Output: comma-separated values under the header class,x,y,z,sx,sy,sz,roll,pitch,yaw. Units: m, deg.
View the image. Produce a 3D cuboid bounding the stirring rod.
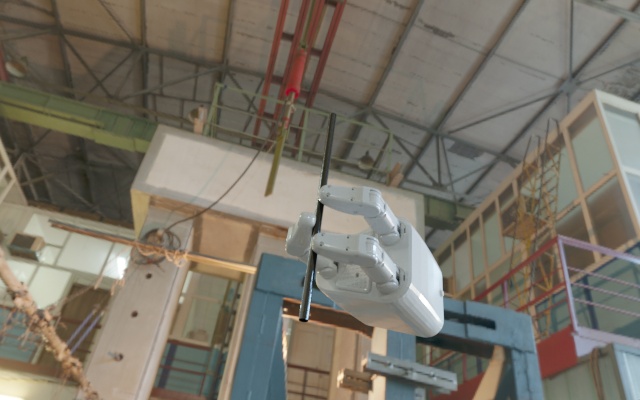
class,x,y,z,sx,sy,sz,roll,pitch,yaw
stirring rod,0.000,0.002,0.459,0.011,0.239,0.011,5,-36,4
